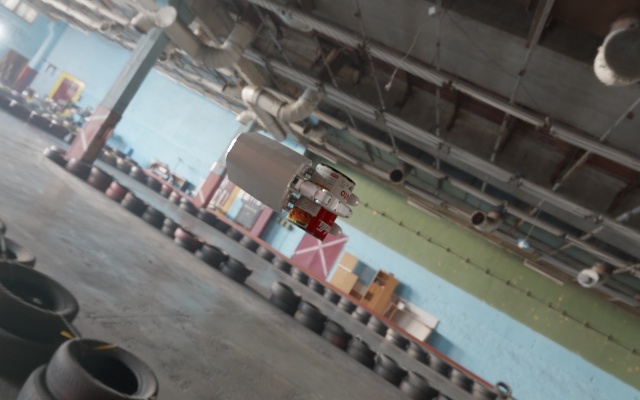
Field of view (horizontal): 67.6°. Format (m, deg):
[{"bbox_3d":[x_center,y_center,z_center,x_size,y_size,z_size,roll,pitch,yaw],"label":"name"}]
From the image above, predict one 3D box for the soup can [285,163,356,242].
[{"bbox_3d":[0.001,0.002,0.726,0.068,0.102,0.068,31,-4,3],"label":"soup can"}]
